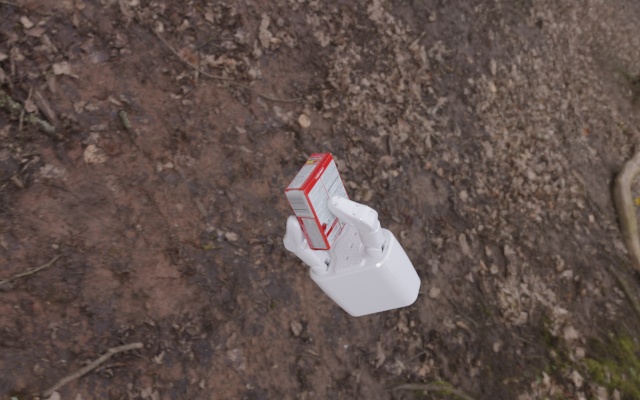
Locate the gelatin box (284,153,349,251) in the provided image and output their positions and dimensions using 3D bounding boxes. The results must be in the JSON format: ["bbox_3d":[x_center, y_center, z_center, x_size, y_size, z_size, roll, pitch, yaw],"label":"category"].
[{"bbox_3d":[0.000,0.002,0.550,0.030,0.089,0.073,0,38,32],"label":"gelatin box"}]
